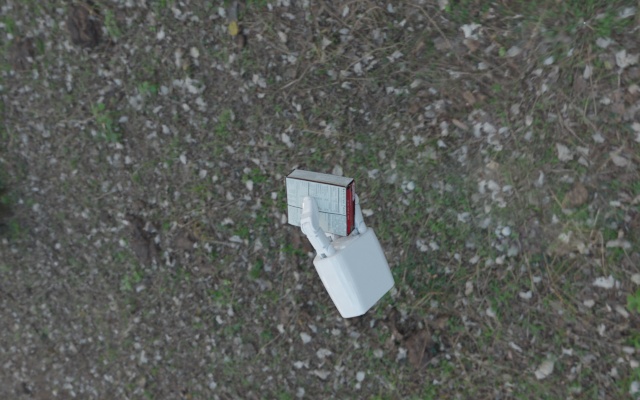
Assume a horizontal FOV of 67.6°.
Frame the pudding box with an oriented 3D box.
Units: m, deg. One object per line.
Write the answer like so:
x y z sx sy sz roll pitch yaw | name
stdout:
0.000 0.003 0.767 0.113 0.090 0.039 10 27 23 | pudding box
